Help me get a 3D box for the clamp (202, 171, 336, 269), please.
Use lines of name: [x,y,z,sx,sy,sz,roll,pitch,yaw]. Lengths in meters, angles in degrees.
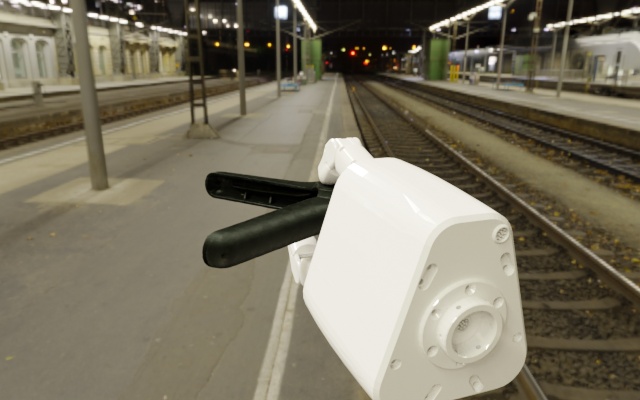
clamp: [0.001,0.001,0.402,0.210,0.036,0.164,-5,21,-18]
